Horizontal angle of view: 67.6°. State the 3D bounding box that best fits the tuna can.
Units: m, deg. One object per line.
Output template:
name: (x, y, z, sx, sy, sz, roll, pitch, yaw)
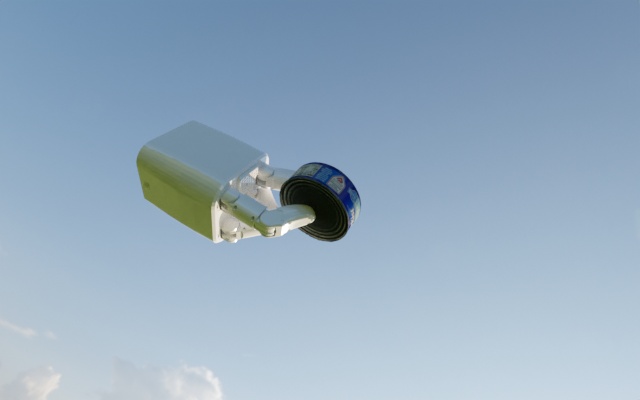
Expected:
tuna can: (0.000, 0.001, 0.516, 0.086, 0.086, 0.033, 0, 36, 39)
